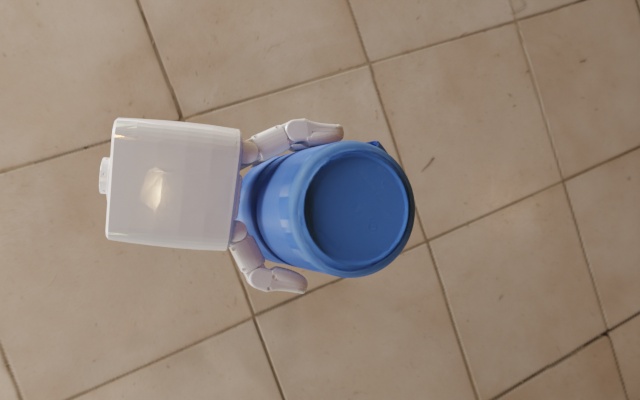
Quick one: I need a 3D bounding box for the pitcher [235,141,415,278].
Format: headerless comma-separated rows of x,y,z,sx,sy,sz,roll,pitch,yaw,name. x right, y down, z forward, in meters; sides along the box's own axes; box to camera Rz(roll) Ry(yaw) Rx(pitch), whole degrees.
0.000,0.002,0.481,0.145,0.149,0.243,6,-3,-17,pitcher
